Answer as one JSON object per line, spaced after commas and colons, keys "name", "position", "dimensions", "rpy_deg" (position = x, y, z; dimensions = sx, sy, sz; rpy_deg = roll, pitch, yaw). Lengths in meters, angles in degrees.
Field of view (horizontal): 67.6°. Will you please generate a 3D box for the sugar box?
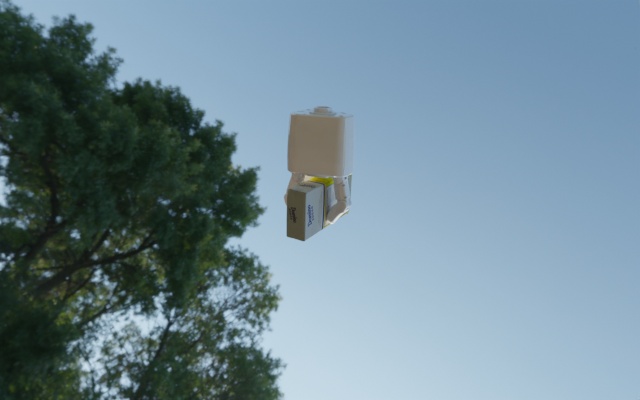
{"name": "sugar box", "position": [0.000, 0.003, 0.894], "dimensions": [0.048, 0.093, 0.176], "rpy_deg": [14, 21, 29]}
